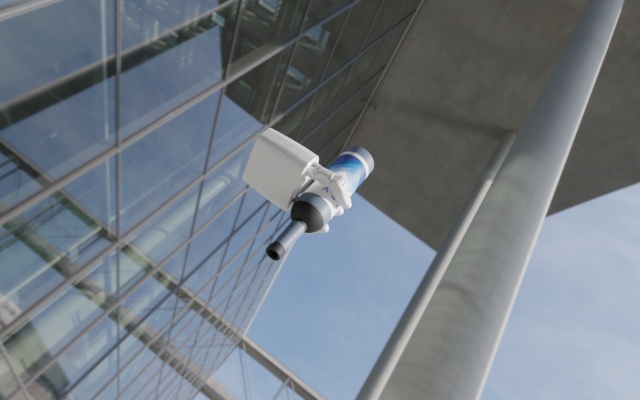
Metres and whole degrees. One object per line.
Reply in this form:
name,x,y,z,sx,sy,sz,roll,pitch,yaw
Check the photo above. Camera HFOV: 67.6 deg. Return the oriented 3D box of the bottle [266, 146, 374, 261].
bottle,0.000,0.003,0.847,0.069,0.069,0.295,0,34,39
